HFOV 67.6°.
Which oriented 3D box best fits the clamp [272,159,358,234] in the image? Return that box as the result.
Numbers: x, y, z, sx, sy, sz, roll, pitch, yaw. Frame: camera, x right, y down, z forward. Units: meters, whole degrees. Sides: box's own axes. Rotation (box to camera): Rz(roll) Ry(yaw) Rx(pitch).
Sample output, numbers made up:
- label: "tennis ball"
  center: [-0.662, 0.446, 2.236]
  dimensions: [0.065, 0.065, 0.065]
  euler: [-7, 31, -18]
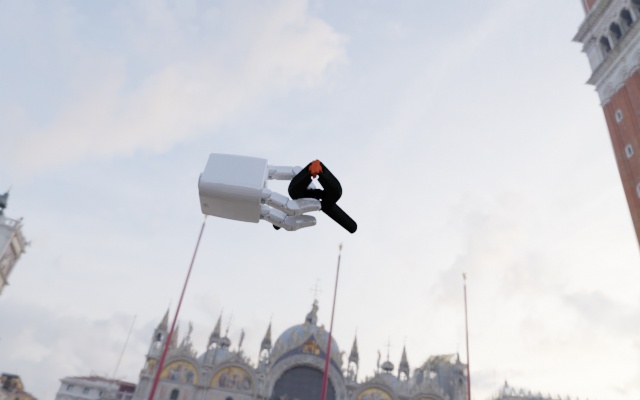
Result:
- label: "clamp"
  center: [0.000, 0.002, 0.855]
  dimensions: [0.164, 0.036, 0.210]
  euler: [6, -34, -5]
